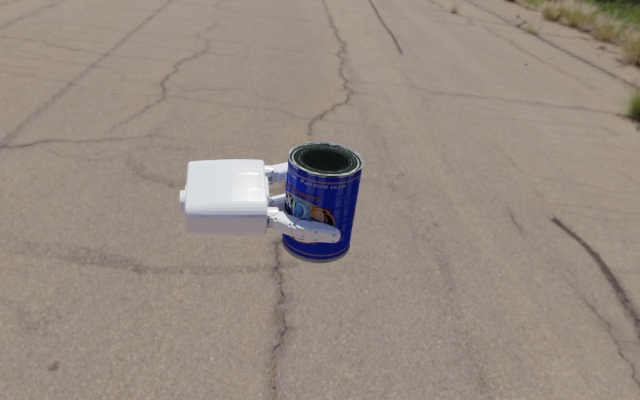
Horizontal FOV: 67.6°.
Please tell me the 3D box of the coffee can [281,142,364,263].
[{"bbox_3d":[0.000,0.002,0.673,0.103,0.140,0.102,5,31,-3],"label":"coffee can"}]
